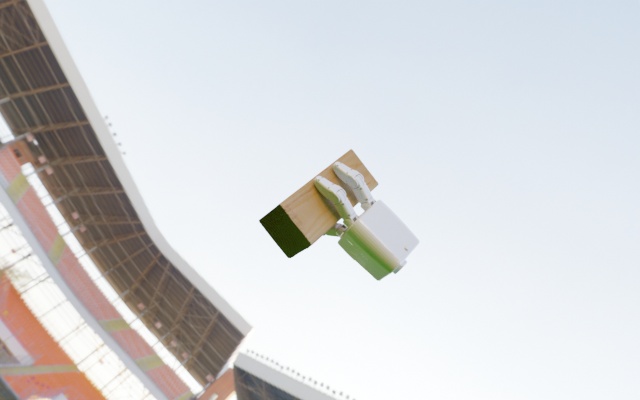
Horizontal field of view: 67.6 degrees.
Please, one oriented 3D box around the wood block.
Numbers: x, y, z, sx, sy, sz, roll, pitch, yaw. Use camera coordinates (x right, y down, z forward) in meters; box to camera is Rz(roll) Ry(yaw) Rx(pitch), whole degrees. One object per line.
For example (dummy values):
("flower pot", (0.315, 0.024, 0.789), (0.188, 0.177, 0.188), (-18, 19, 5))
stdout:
("wood block", (0.000, 0.003, 0.874), (0.206, 0.090, 0.091), (-39, 2, -38))
